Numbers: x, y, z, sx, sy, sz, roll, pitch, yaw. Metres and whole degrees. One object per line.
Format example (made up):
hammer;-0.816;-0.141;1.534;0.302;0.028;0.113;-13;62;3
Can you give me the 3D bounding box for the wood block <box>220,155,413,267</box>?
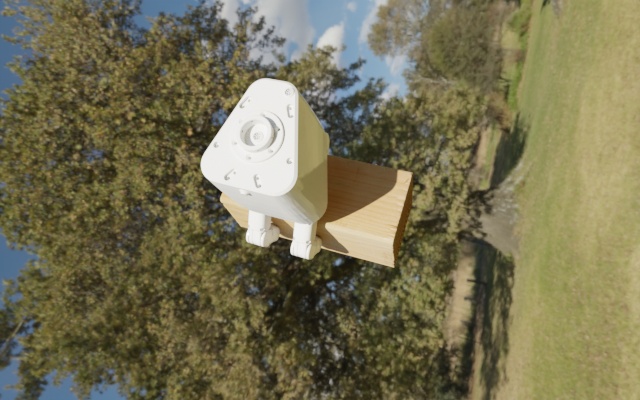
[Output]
wood block;0.000;0.001;0.578;0.206;0.090;0.090;14;-22;16
